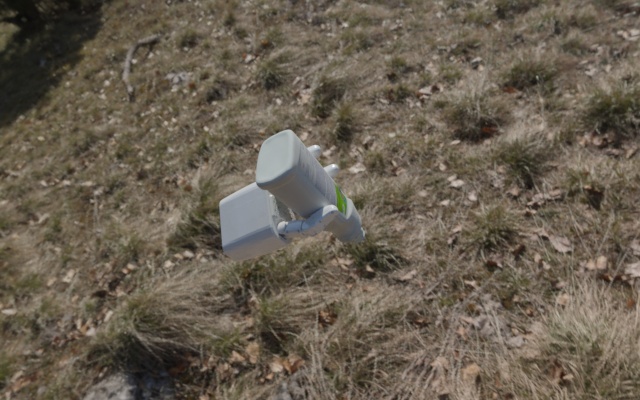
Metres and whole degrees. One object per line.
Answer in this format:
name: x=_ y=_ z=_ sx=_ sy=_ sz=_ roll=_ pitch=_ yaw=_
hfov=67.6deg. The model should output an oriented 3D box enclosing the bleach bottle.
bleach bottle: x=0.000 y=0.002 z=0.765 sx=0.068 sy=0.102 sz=0.251 roll=-22 pitch=-45 yaw=25
